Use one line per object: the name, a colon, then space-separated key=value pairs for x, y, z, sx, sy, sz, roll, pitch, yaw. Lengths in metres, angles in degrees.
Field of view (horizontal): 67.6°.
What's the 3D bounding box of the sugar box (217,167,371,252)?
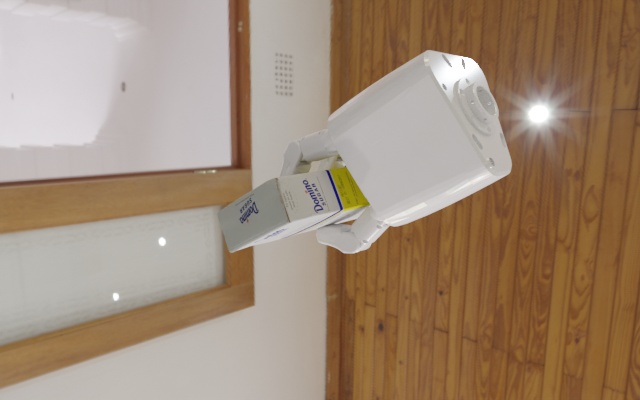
sugar box: x=0.000 y=0.001 z=0.462 sx=0.176 sy=0.048 sz=0.093 roll=-8 pitch=-14 yaw=-46
